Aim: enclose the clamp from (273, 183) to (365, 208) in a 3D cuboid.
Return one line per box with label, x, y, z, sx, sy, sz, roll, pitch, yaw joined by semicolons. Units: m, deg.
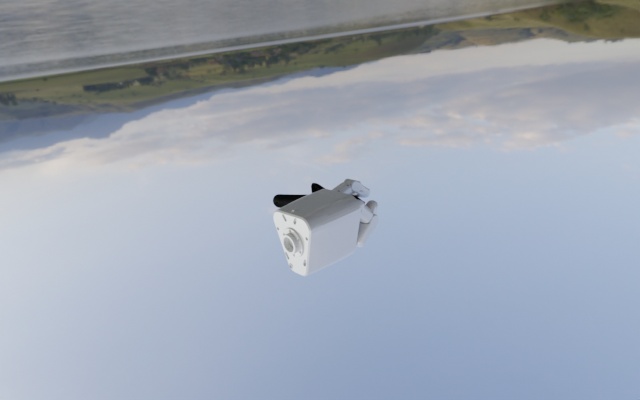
clamp;0.000;0.003;0.862;0.120;0.039;0.171;-23;24;-36
